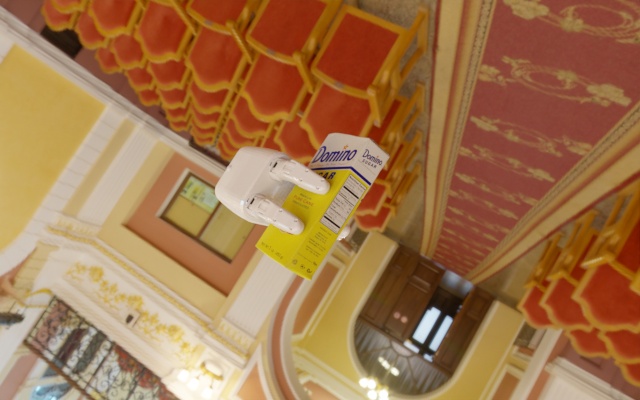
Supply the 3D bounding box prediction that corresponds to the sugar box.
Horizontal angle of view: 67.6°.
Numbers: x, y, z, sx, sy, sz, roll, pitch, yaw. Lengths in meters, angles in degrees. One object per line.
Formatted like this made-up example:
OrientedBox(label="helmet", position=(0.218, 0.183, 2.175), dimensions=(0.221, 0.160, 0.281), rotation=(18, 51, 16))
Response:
OrientedBox(label="sugar box", position=(0.000, 0.002, 0.578), dimensions=(0.048, 0.176, 0.093), rotation=(34, -8, -32))
